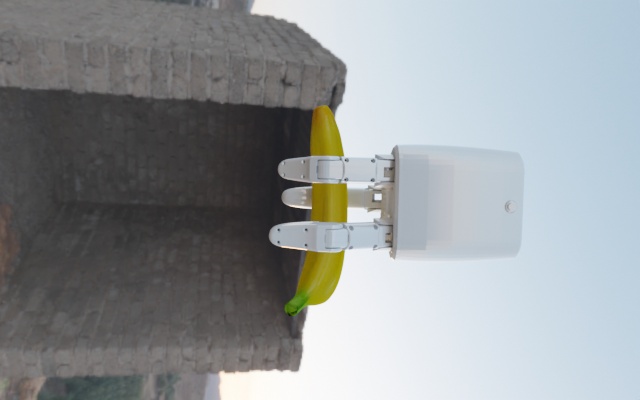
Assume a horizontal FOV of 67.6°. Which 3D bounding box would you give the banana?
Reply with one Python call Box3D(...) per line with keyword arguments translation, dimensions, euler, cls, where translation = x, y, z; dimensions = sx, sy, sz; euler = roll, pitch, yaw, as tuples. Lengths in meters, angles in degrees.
Box3D(translation=(0.004, 0.011, 0.444), dimensions=(0.037, 0.197, 0.070), euler=(0, -20, 15), cls="banana")
